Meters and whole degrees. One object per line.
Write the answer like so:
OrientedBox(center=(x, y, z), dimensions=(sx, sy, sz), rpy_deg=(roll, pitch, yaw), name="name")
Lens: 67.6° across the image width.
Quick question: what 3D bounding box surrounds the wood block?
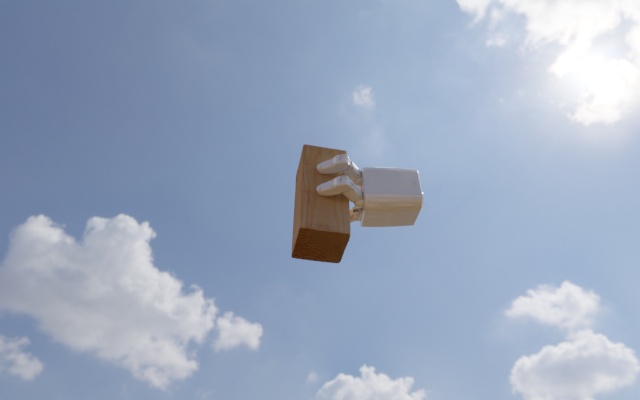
OrientedBox(center=(0.000, 0.003, 0.885), dimensions=(0.090, 0.206, 0.091), rpy_deg=(8, -43, -8), name="wood block")
